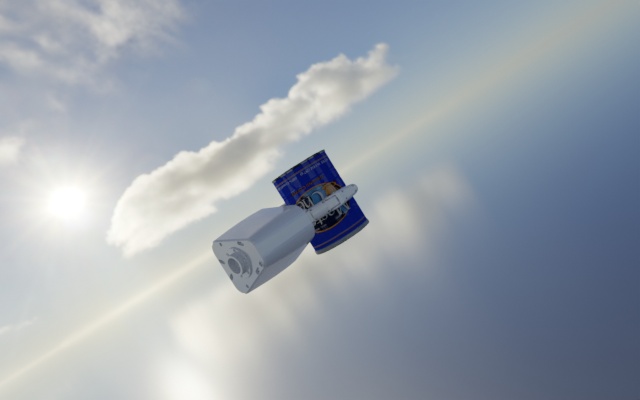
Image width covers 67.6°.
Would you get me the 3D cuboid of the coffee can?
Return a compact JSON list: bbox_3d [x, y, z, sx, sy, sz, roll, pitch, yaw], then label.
[{"bbox_3d":[0.000,0.003,0.781,0.103,0.140,0.103,-32,2,1],"label":"coffee can"}]
